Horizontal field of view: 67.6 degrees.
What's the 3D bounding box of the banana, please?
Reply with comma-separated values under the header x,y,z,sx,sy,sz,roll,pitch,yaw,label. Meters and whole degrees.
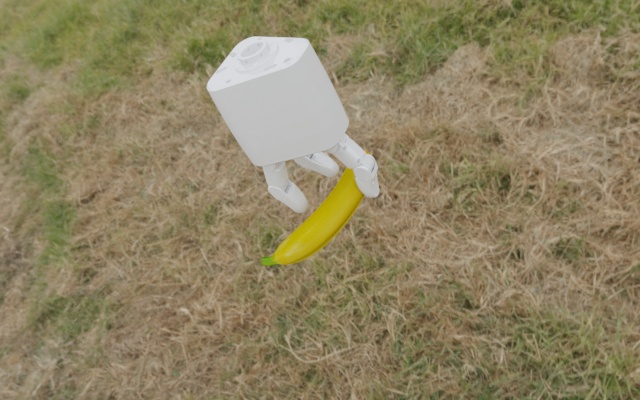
x,y,z,sx,sy,sz,roll,pitch,yaw,label
0.009,0.010,0.576,0.069,0.197,0.037,27,-22,48,banana
